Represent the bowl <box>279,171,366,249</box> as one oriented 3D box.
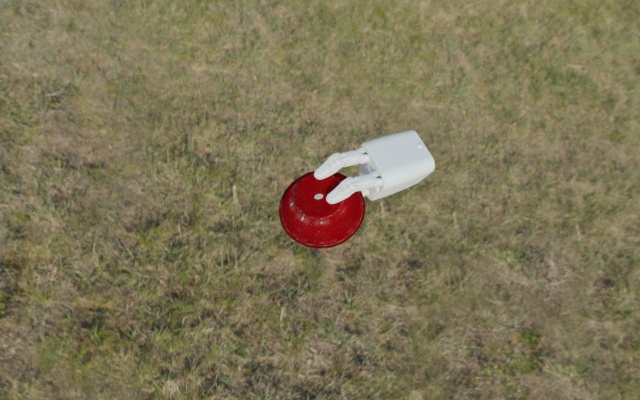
[{"bbox_3d":[-0.001,0.003,0.862,0.162,0.162,0.055,0,-27,6],"label":"bowl"}]
